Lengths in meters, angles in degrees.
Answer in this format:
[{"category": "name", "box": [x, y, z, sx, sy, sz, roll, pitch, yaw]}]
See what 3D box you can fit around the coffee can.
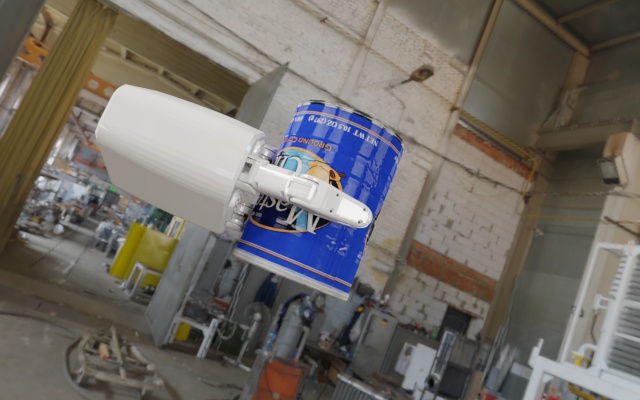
[{"category": "coffee can", "box": [0.000, 0.002, 0.408, 0.103, 0.140, 0.103, 22, -9, 4]}]
